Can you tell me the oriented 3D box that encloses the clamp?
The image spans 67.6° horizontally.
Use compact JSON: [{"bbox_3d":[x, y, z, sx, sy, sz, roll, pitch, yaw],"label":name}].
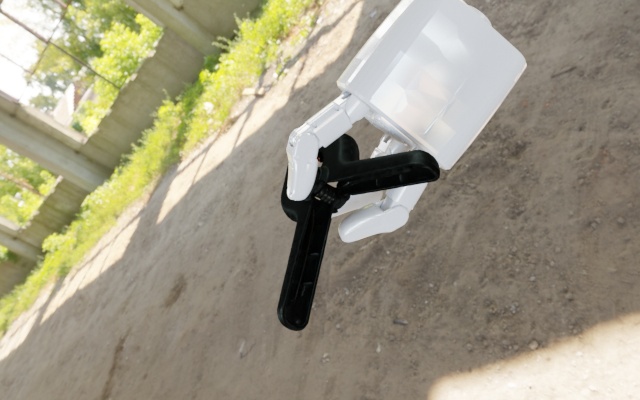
[{"bbox_3d":[-0.001,0.001,0.416,0.036,0.164,0.210,34,8,-26],"label":"clamp"}]
